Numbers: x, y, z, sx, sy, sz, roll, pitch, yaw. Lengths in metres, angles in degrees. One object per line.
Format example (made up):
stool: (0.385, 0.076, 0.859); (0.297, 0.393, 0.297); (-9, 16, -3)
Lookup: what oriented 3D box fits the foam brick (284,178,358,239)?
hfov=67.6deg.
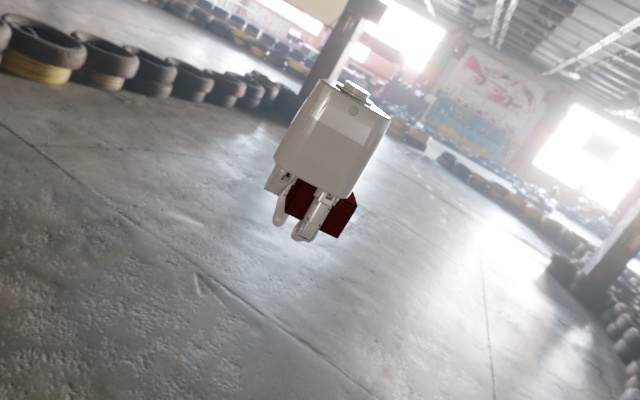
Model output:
foam brick: (0.000, 0.002, 0.597); (0.078, 0.051, 0.053); (27, 17, -13)
